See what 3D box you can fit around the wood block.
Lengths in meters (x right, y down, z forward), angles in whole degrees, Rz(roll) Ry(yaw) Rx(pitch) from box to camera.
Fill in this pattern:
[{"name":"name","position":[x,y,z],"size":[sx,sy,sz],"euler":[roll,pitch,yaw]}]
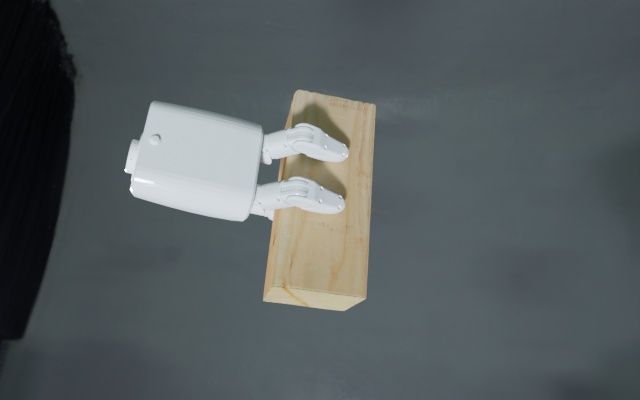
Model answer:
[{"name":"wood block","position":[0.000,0.002,0.502],"size":[0.090,0.206,0.091],"euler":[9,-22,-9]}]
